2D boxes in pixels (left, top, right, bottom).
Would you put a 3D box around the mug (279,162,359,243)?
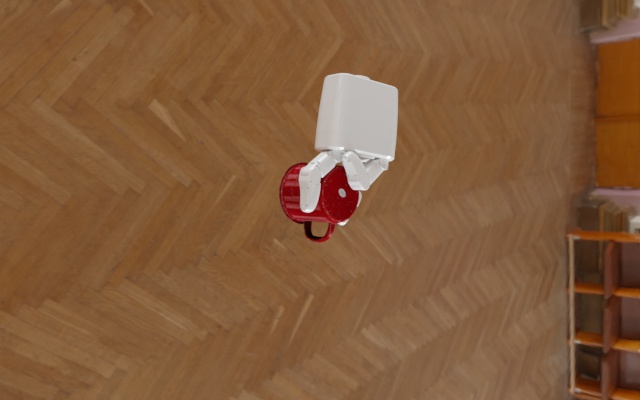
[{"bbox_3d":[0.000,0.004,0.690,0.081,0.117,0.093,3,-4,45],"label":"mug"}]
